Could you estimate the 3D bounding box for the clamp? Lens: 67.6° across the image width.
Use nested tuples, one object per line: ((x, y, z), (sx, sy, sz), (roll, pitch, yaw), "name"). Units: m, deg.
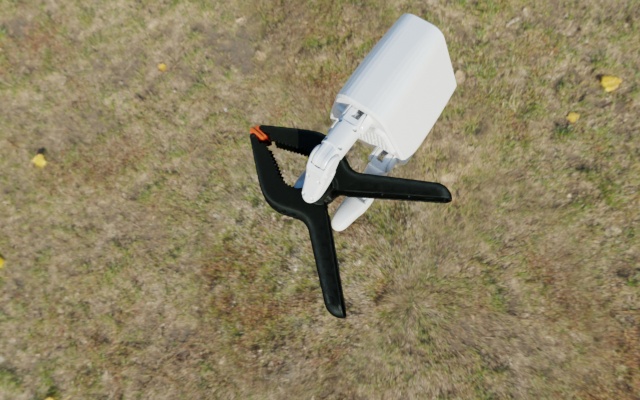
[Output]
((0.000, 0.001, 0.481), (0.210, 0.164, 0.036), (35, -7, 15), "clamp")
